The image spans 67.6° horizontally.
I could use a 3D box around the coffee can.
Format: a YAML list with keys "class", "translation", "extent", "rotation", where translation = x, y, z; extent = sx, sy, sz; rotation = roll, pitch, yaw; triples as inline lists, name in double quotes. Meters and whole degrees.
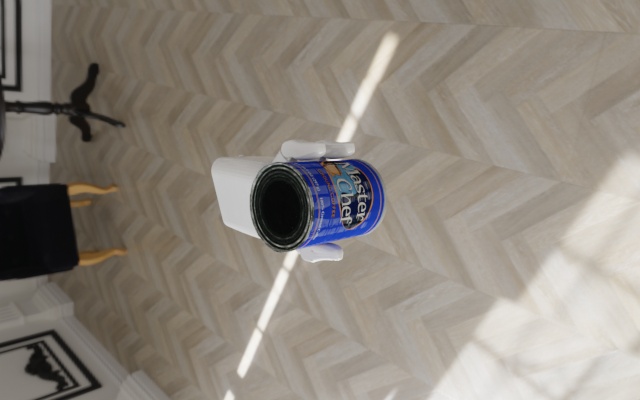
- class: "coffee can"
  translation: [0.000, 0.002, 0.582]
  extent: [0.103, 0.103, 0.140]
  rotation: [0, 5, 42]
